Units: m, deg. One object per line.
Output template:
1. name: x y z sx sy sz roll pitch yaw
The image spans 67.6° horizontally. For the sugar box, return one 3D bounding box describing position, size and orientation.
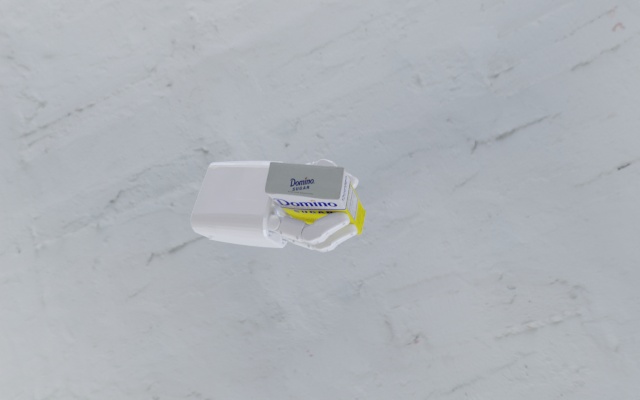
1. sugar box: 0.000 0.003 0.624 0.093 0.048 0.176 5 -13 16
